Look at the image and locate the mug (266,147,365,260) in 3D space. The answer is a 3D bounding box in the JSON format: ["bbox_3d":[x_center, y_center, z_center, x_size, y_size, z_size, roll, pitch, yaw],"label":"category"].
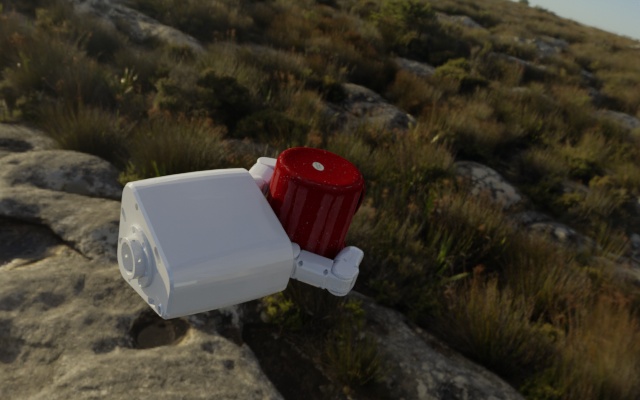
[{"bbox_3d":[0.001,0.001,0.453,0.117,0.081,0.093,-10,38,-40],"label":"mug"}]
